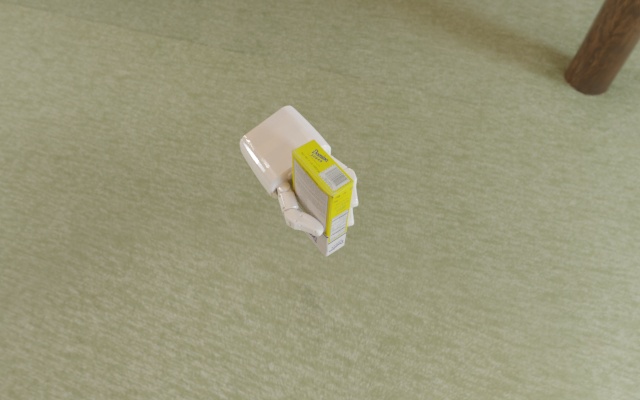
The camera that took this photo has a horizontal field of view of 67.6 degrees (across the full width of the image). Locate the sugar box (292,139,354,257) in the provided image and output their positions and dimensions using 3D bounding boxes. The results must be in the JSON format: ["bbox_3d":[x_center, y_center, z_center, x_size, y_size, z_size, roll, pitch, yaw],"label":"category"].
[{"bbox_3d":[0.000,0.002,0.708,0.048,0.093,0.176,-32,-26,-18],"label":"sugar box"}]
